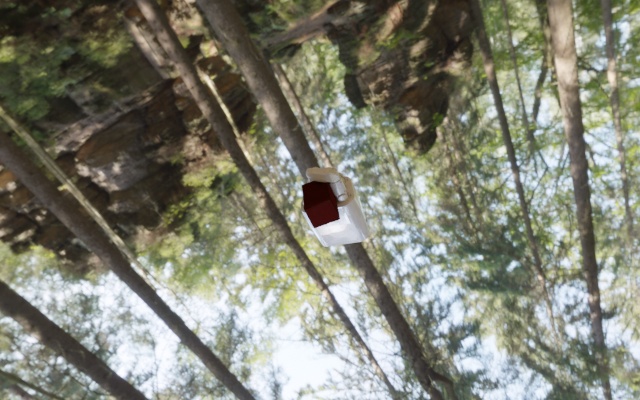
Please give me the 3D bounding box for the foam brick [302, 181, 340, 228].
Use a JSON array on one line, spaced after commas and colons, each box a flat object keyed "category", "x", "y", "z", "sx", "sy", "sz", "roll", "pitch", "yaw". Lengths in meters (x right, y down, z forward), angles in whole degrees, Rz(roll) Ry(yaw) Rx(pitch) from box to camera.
[{"category": "foam brick", "x": 0.000, "y": 0.003, "z": 0.874, "sx": 0.053, "sy": 0.051, "sz": 0.078, "roll": -19, "pitch": 35, "yaw": 9}]
